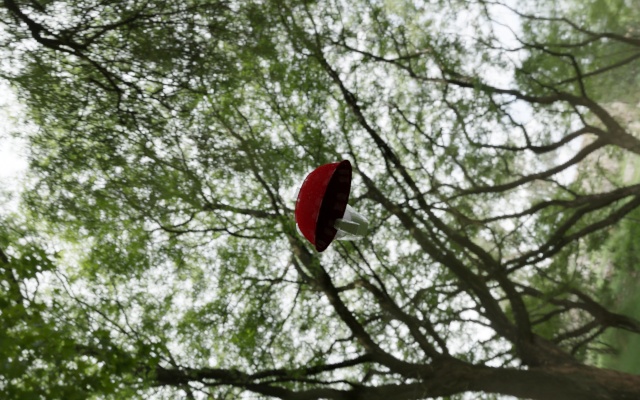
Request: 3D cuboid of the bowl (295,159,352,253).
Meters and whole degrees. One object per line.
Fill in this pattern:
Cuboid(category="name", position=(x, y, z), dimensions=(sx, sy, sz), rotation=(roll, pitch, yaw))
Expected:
Cuboid(category="bowl", position=(-0.001, 0.002, 0.798), dimensions=(0.055, 0.162, 0.162), rotation=(17, 5, 16))
